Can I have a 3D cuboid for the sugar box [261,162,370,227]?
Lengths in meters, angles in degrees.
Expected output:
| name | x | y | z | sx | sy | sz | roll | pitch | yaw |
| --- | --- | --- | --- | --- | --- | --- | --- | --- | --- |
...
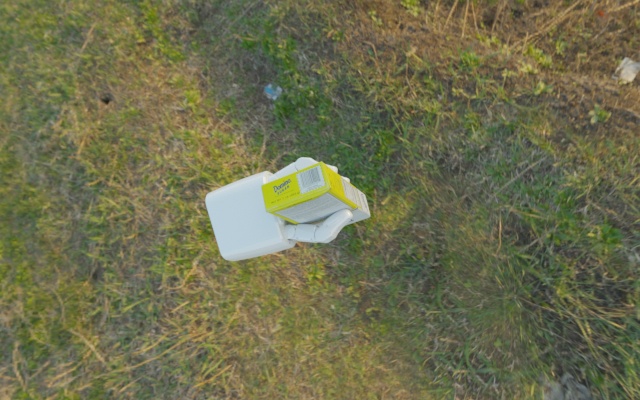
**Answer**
| name | x | y | z | sx | sy | sz | roll | pitch | yaw |
| --- | --- | --- | --- | --- | --- | --- | --- | --- | --- |
| sugar box | 0.000 | 0.002 | 0.680 | 0.093 | 0.048 | 0.176 | -19 | -17 | 17 |
